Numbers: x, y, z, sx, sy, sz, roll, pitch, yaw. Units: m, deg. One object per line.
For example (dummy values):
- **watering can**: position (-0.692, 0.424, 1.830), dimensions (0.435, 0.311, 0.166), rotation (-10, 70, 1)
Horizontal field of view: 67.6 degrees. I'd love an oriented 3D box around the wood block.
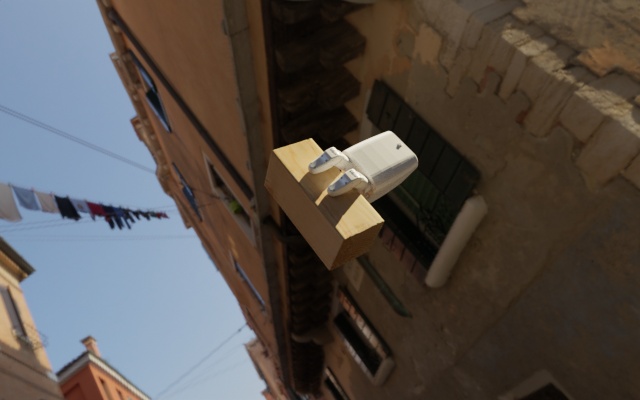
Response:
- **wood block**: position (0.000, 0.003, 0.814), dimensions (0.090, 0.206, 0.091), rotation (-22, -31, -31)
